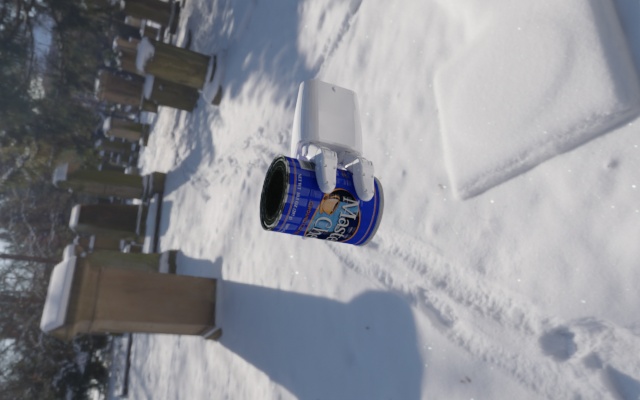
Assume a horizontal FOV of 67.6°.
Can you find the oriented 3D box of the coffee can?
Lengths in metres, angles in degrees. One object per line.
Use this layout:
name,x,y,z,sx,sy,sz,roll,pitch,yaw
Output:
coffee can,0.000,0.002,0.649,0.140,0.103,0.103,11,-5,-24
